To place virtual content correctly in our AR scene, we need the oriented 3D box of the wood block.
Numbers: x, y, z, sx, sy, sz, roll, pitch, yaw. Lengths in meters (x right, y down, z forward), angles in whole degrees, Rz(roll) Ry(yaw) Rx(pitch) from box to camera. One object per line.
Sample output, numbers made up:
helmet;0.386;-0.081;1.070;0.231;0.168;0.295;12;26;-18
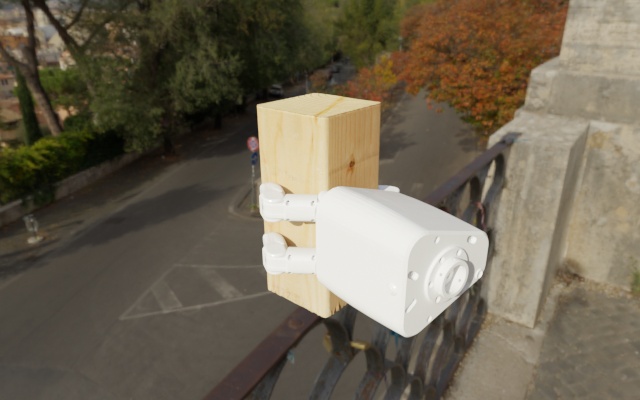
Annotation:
wood block;0.001;0.002;0.500;0.090;0.206;0.091;18;28;37
